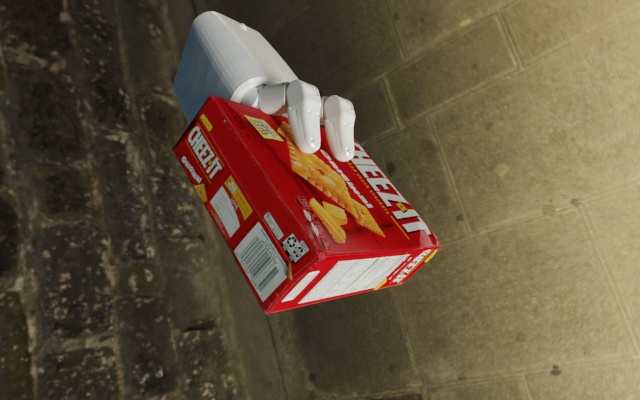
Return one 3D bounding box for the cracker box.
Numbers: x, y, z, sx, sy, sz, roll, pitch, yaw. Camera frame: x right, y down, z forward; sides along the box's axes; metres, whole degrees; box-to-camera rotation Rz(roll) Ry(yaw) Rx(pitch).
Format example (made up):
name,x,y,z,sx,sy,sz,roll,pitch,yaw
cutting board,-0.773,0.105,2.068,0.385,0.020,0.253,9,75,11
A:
name,x,y,z,sx,sy,sz,roll,pitch,yaw
cracker box,0.000,0.002,0.431,0.072,0.164,0.214,-47,-27,24
